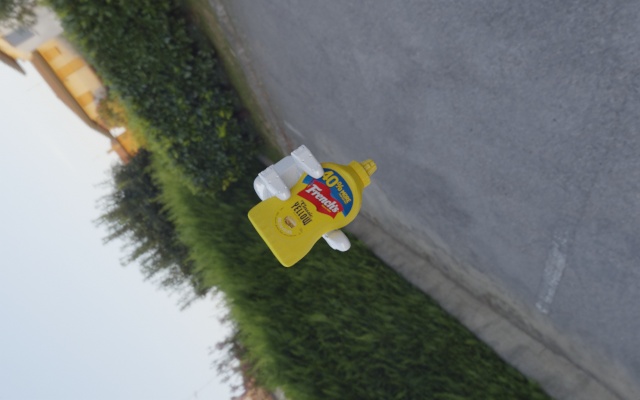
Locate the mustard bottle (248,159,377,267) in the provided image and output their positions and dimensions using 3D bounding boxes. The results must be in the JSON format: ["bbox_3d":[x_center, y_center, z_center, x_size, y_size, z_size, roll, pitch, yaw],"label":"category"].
[{"bbox_3d":[0.000,0.002,0.678,0.191,0.096,0.058,-36,-7,-9],"label":"mustard bottle"}]
